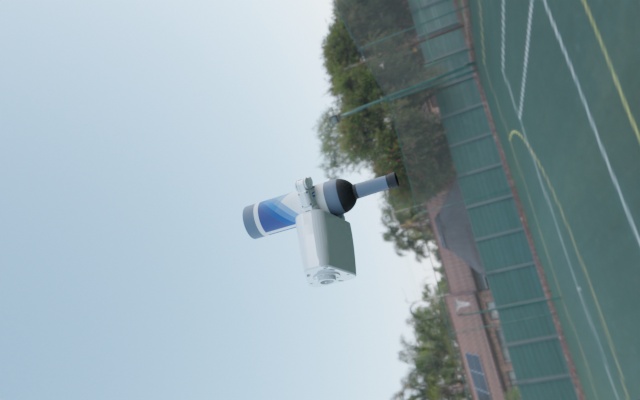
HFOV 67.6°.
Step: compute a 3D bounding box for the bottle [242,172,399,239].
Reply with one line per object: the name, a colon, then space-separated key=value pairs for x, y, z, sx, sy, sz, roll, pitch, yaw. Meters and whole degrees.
bottle: x=0.000 y=0.003 z=0.886 sx=0.296 sy=0.069 sz=0.069 roll=-17 pitch=-5 yaw=16
